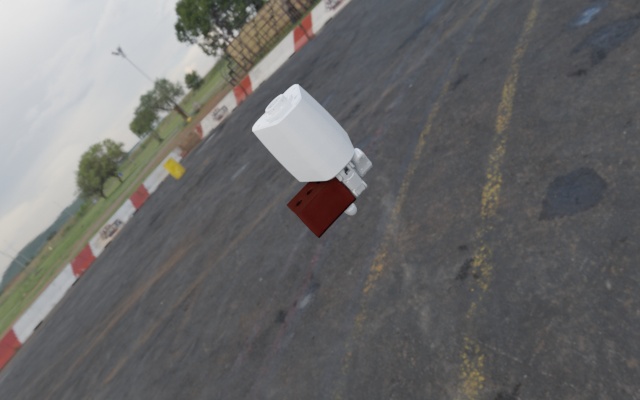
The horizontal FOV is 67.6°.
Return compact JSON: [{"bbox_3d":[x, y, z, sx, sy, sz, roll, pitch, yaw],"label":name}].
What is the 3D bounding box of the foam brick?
[{"bbox_3d":[0.000,0.003,0.679,0.051,0.078,0.053,44,-3,-27],"label":"foam brick"}]
